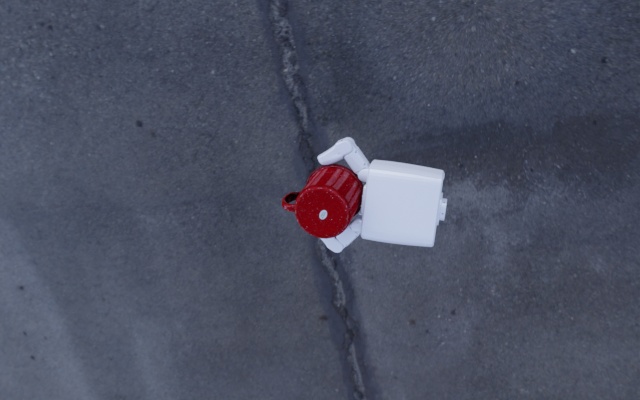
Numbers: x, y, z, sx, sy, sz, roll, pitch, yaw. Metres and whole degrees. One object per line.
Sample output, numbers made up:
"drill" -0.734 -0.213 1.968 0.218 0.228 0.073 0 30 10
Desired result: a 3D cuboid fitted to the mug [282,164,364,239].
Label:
"mug" -0.001 0.002 0.694 0.117 0.093 0.081 4 23 15
